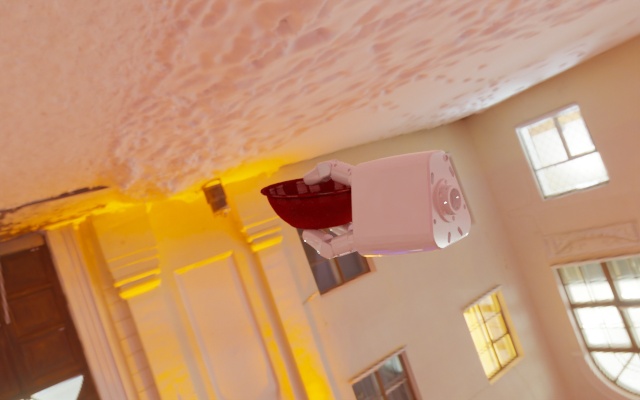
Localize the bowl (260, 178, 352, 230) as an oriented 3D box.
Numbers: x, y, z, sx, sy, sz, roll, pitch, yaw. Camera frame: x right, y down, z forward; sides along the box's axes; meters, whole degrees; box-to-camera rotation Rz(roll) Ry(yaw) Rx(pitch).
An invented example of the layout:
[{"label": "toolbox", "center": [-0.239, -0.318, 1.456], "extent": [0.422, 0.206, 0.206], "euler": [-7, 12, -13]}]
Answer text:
[{"label": "bowl", "center": [-0.001, 0.002, 0.662], "extent": [0.162, 0.055, 0.162], "euler": [-6, 11, 1]}]
